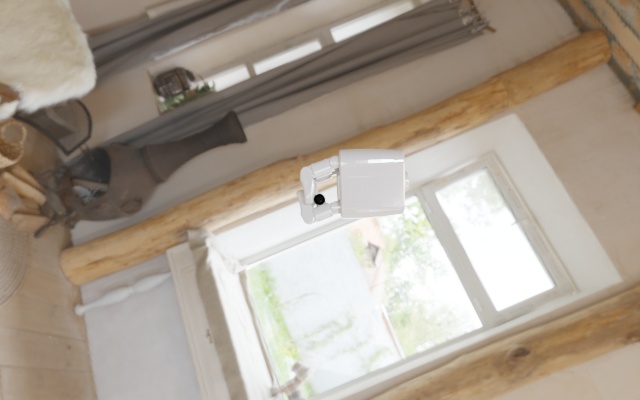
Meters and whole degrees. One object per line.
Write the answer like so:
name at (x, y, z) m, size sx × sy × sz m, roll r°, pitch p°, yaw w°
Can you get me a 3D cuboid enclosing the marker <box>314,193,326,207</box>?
marker at (0.000, 0.003, 0.817) m, size 0.020 × 0.020 × 0.121 m, roll 0°, pitch -5°, yaw 1°
